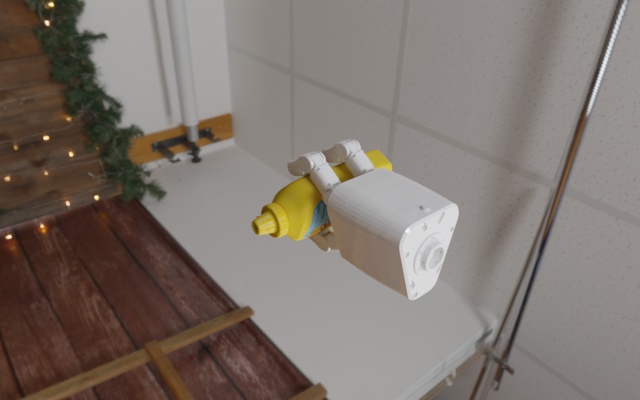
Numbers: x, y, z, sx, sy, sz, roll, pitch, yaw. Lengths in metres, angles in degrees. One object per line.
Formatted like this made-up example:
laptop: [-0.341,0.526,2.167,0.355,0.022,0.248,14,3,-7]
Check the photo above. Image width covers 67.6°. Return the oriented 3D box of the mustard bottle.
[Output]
mustard bottle: [0.000,0.002,0.594,0.191,0.058,0.096,-23,-28,-34]
